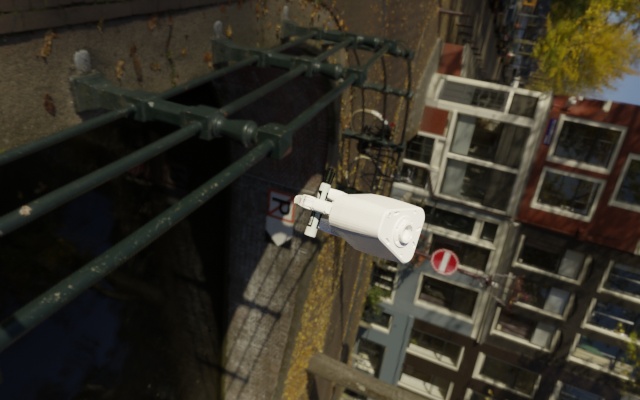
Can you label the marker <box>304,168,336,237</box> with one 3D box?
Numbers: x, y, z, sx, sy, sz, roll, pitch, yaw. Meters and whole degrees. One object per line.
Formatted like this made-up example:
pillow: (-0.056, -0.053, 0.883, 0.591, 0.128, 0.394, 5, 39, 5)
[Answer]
marker: (0.000, 0.003, 0.809, 0.020, 0.121, 0.020, 18, -2, 1)
